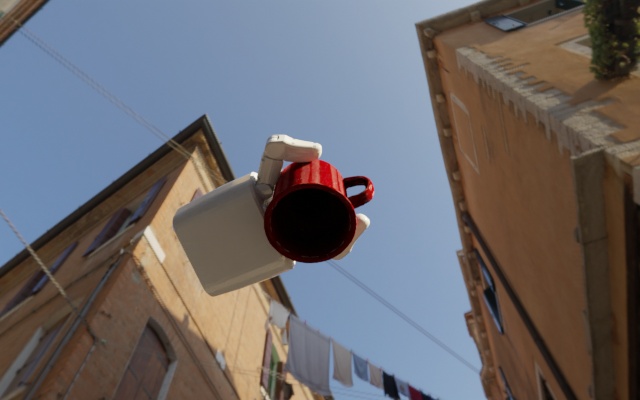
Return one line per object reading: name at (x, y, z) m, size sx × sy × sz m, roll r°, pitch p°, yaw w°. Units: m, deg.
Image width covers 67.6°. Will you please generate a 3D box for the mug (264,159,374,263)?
mug at (0.001, 0.001, 0.508) m, size 0.117 × 0.093 × 0.081 m, roll -22°, pitch 26°, yaw 10°
